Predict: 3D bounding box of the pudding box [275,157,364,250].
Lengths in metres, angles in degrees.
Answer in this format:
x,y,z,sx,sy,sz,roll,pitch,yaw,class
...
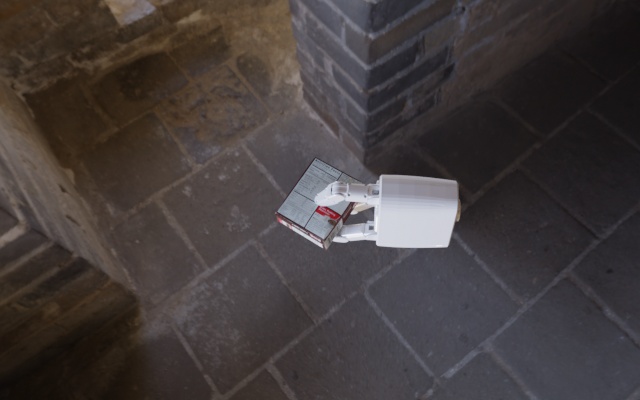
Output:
x,y,z,sx,sy,sz,roll,pitch,yaw,class
0.000,0.002,0.716,0.090,0.113,0.039,30,-19,16,pudding box
